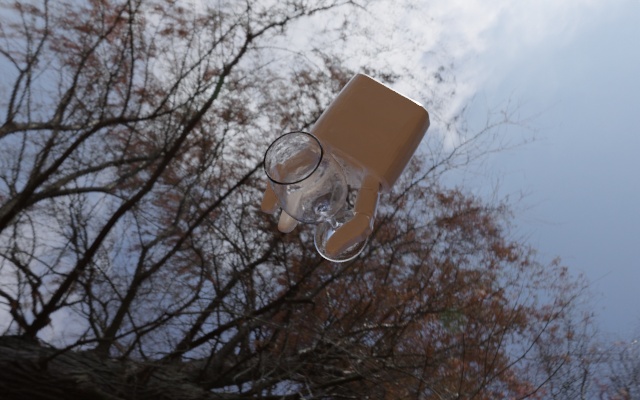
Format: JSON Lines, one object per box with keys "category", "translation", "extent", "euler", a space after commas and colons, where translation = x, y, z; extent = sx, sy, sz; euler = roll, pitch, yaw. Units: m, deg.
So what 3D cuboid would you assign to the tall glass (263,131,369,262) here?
{"category": "tall glass", "translation": [0.000, 0.002, 0.549], "extent": [0.079, 0.079, 0.201], "euler": [0, -26, 18]}
